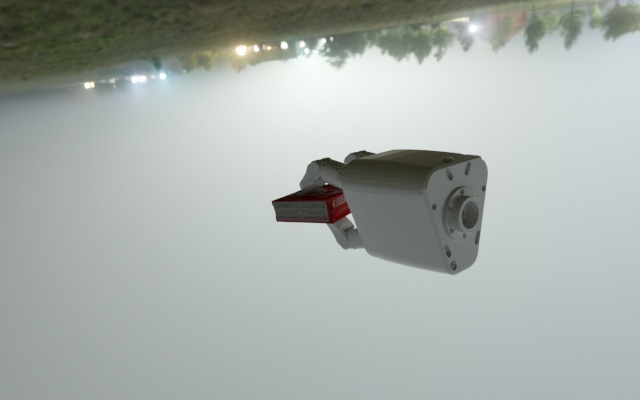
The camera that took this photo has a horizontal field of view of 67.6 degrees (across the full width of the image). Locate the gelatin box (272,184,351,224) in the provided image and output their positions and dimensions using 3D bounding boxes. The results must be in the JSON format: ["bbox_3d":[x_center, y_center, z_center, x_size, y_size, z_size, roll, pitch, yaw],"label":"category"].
[{"bbox_3d":[0.000,0.002,0.560,0.089,0.030,0.073,-2,15,41],"label":"gelatin box"}]
